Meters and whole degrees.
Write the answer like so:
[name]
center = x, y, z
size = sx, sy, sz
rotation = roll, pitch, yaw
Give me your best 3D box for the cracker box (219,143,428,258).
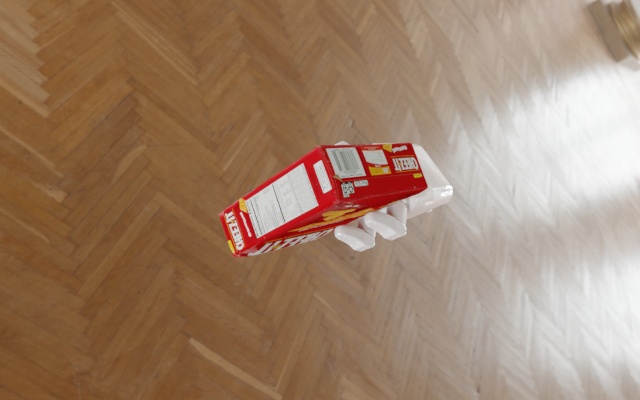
[cracker box]
center = 0.000, 0.002, 0.603
size = 0.164, 0.072, 0.214
rotation = -9, -15, -44
